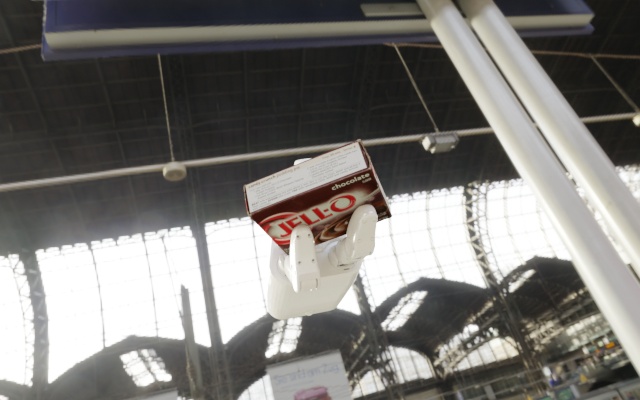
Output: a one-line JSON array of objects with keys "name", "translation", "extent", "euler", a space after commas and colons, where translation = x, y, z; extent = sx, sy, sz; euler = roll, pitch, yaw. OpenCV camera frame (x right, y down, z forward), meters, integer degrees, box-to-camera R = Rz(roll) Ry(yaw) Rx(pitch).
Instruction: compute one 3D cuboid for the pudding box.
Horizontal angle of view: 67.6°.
[{"name": "pudding box", "translation": [0.000, 0.001, 0.433], "extent": [0.113, 0.039, 0.090], "euler": [-23, -33, 7]}]
